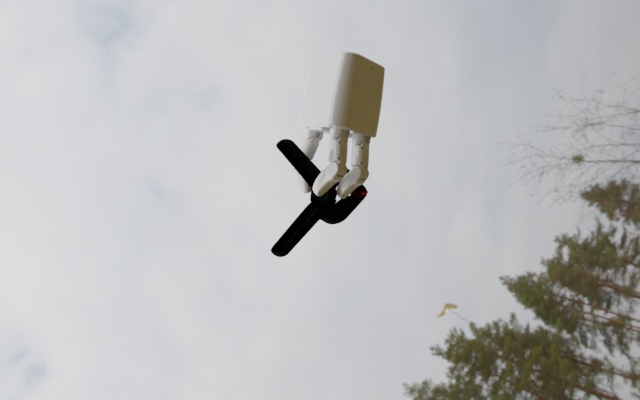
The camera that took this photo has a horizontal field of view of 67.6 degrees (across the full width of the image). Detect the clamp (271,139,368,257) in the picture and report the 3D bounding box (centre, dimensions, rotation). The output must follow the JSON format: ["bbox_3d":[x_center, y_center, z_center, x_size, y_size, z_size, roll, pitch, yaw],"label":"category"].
[{"bbox_3d":[0.000,0.002,0.729,0.036,0.164,0.210,11,4,39],"label":"clamp"}]
